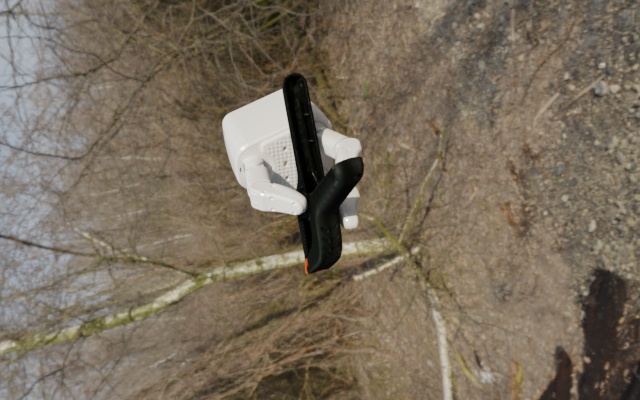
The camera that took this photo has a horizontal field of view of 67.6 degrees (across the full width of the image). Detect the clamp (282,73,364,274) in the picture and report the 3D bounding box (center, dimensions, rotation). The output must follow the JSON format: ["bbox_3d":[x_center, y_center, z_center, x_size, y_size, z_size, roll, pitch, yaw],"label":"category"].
[{"bbox_3d":[-0.001,0.002,0.465,0.036,0.210,0.164,-11,35,-14],"label":"clamp"}]
